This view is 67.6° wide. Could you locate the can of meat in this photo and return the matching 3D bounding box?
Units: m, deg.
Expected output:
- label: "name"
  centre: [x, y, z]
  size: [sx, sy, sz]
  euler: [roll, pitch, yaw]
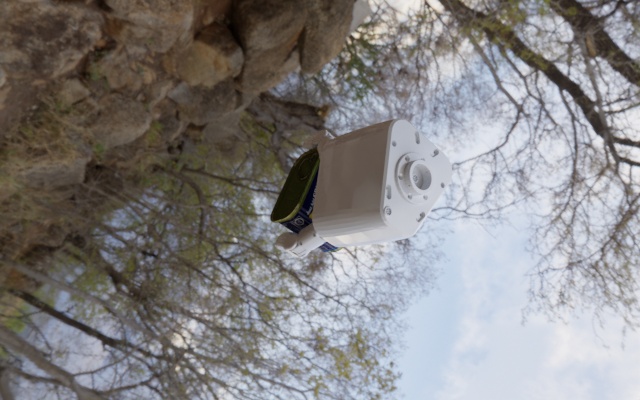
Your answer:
- label: "can of meat"
  centre: [0.000, 0.002, 0.580]
  size: [0.084, 0.102, 0.057]
  euler: [35, -29, -25]
